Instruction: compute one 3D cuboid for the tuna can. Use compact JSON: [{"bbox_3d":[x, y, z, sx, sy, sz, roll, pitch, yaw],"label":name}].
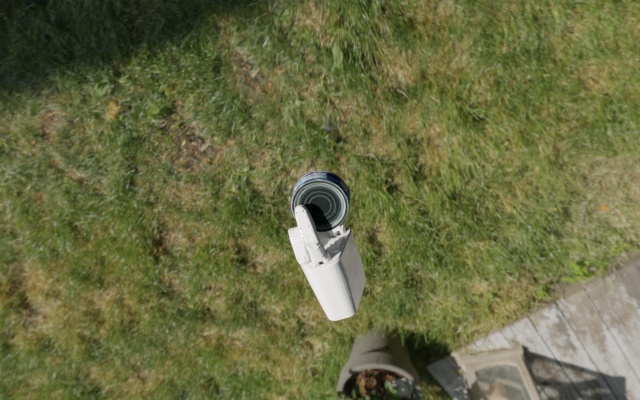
[{"bbox_3d":[0.000,0.002,0.693,0.086,0.086,0.033,0,24,4],"label":"tuna can"}]
